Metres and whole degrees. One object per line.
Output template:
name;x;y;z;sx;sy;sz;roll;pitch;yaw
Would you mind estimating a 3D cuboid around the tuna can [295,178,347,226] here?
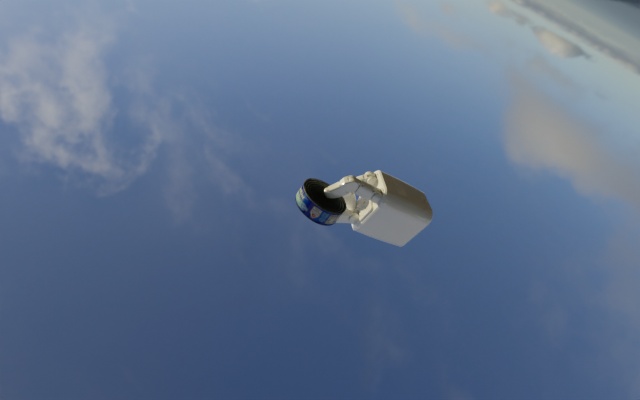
tuna can;0.000;0.003;0.821;0.086;0.034;0.086;27;30;-17
